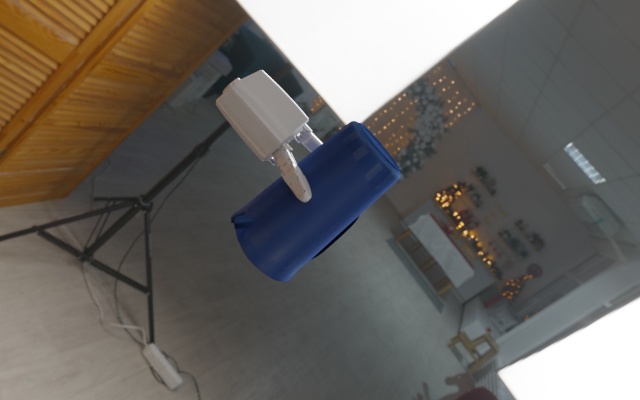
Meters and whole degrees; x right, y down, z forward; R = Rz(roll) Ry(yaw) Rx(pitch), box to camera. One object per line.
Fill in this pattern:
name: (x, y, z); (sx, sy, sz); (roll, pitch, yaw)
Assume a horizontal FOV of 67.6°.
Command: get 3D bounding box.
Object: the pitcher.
pitcher: (0.000, 0.002, 0.714); (0.243, 0.145, 0.149); (-40, 5, 15)
